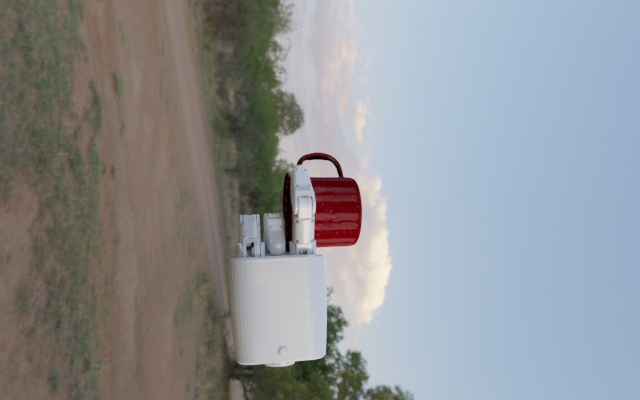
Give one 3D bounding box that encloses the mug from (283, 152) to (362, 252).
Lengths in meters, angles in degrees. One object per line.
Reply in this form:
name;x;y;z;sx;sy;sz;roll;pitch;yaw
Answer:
mug;0.000;0.000;0.560;0.081;0.117;0.093;-1;-7;-10
